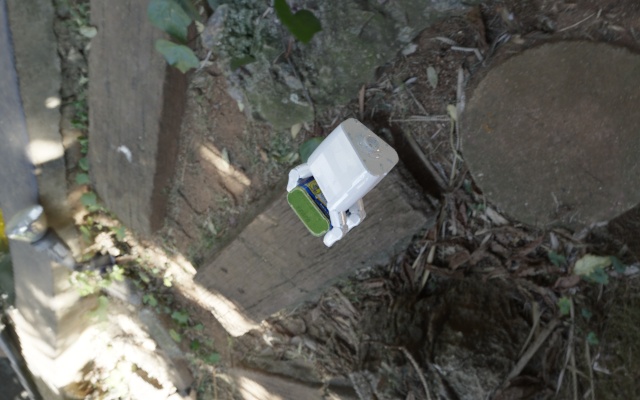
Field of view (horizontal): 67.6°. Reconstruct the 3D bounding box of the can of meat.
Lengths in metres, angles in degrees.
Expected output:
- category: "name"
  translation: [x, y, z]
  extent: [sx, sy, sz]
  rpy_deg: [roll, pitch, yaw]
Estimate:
- category: "can of meat"
  translation: [0.000, 0.003, 0.855]
  extent: [0.084, 0.102, 0.057]
  rpy_deg: [-37, -1, -46]
